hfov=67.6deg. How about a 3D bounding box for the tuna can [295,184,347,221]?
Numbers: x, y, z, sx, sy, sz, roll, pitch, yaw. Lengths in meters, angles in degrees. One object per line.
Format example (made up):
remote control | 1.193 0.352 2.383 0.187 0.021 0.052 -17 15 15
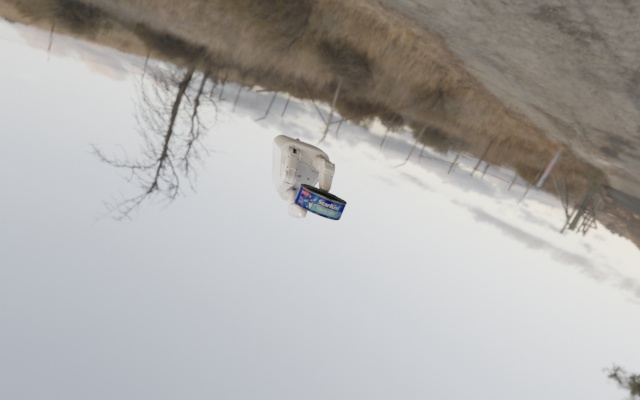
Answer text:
tuna can | 0.000 0.003 0.816 0.086 0.034 0.086 22 8 -3
